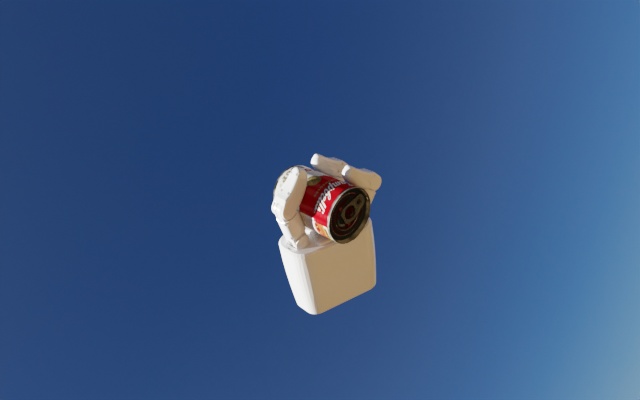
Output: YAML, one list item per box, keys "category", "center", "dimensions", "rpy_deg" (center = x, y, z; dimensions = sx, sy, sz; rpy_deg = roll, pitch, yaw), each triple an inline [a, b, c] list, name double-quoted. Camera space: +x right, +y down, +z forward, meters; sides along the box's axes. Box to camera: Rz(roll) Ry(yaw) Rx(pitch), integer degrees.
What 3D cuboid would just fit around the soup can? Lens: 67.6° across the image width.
- category: "soup can"
  center: [0.000, 0.001, 0.572]
  dimensions: [0.068, 0.068, 0.102]
  rpy_deg: [0, 18, -45]
